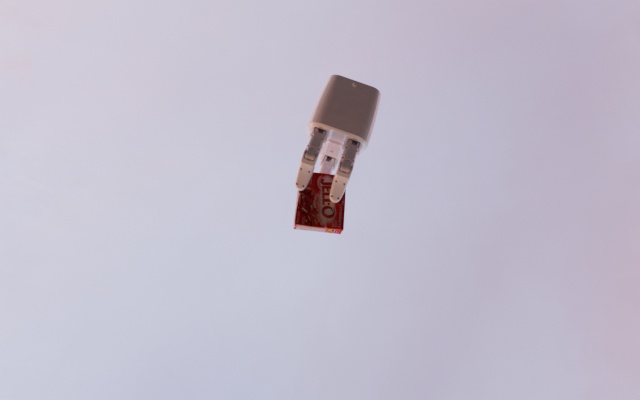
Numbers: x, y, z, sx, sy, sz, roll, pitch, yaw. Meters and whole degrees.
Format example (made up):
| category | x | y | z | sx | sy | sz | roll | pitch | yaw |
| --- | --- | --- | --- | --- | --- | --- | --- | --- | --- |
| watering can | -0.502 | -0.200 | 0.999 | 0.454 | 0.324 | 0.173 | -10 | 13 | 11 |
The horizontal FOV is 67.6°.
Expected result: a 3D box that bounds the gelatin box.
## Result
| category | x | y | z | sx | sy | sz | roll | pitch | yaw |
| --- | --- | --- | --- | --- | --- | --- | --- | --- | --- |
| gelatin box | 0.000 | 0.003 | 0.721 | 0.073 | 0.089 | 0.030 | 7 | -20 | -5 |
